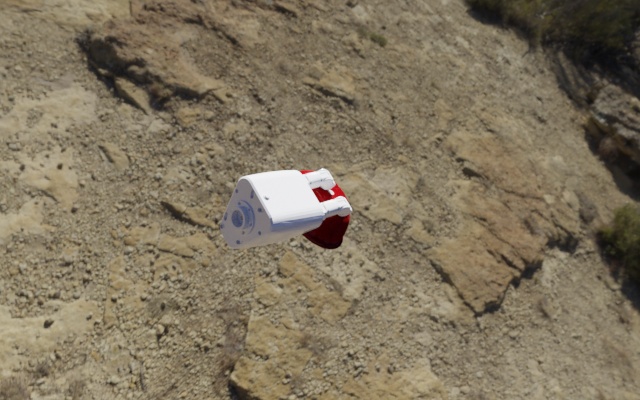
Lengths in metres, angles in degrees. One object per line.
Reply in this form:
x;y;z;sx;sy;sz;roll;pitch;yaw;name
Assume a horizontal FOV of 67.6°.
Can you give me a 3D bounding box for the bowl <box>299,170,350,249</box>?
0.001;0.002;0.824;0.055;0.162;0.162;-40;-20;25;bowl
